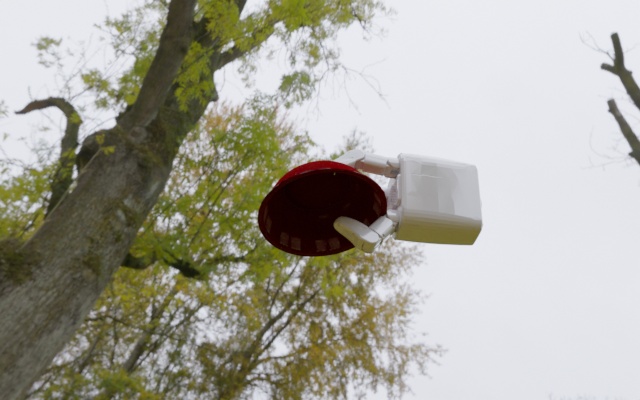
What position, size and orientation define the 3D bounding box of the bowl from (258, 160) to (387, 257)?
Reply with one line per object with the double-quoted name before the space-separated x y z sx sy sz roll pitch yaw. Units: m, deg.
"bowl" -0.001 0.001 0.605 0.162 0.055 0.162 -6 -43 -5
